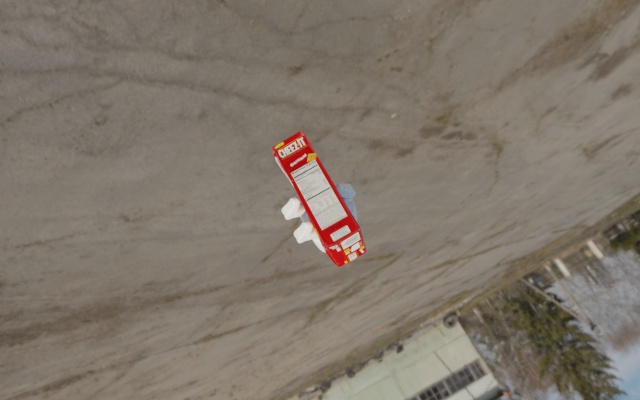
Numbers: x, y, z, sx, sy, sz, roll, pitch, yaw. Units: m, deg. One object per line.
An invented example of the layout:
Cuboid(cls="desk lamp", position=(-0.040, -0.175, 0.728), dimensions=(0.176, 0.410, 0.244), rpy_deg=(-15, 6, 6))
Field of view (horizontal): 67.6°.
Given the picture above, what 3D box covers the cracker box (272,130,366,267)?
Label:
Cuboid(cls="cracker box", position=(0.000, 0.003, 0.874), dimensions=(0.072, 0.213, 0.164), rpy_deg=(-29, -21, -1))
